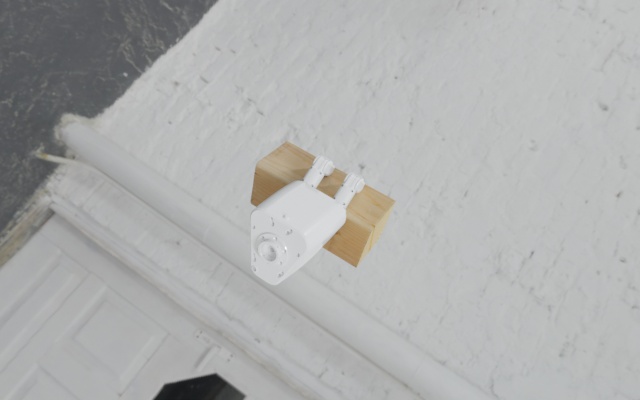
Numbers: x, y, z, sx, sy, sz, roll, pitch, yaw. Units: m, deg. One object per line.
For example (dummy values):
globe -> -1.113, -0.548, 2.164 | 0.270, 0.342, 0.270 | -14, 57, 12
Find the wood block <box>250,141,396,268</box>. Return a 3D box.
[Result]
wood block -> 0.000, 0.003, 0.762 | 0.206, 0.091, 0.090 | 31, 44, 15
